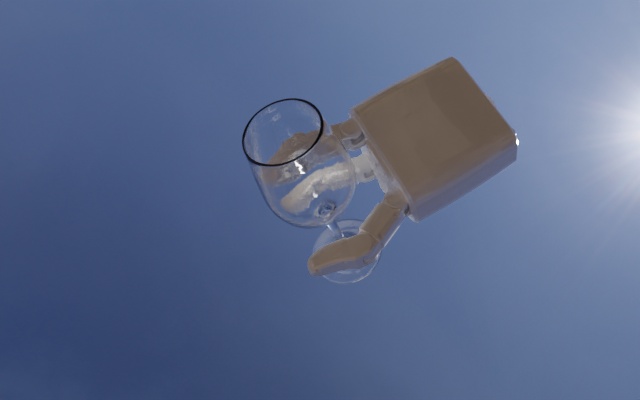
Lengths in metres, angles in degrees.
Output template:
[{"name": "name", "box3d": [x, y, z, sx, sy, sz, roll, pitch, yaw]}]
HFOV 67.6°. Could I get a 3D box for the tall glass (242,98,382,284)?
[{"name": "tall glass", "box3d": [0.000, 0.002, 0.419, 0.079, 0.079, 0.201, 0, -30, 19]}]
